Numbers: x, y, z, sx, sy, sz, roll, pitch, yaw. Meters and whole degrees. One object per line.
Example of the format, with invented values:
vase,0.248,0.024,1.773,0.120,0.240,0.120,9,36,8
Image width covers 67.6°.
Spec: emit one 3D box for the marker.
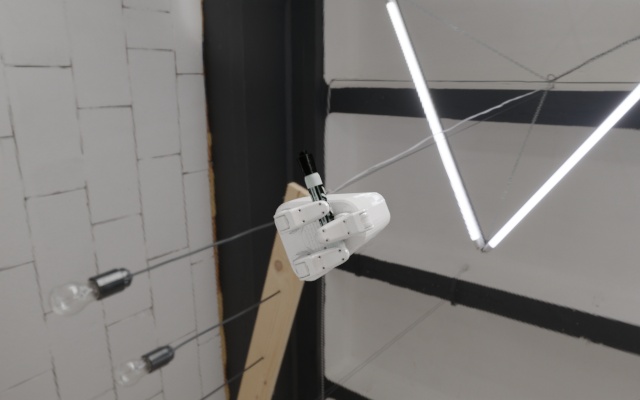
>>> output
marker,0.000,0.002,0.534,0.020,0.121,0.020,-20,-1,0
